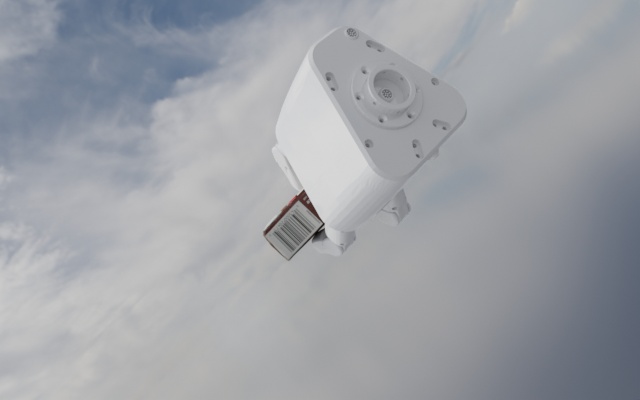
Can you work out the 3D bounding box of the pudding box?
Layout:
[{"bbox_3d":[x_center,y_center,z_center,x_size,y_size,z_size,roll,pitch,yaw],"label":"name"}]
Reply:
[{"bbox_3d":[0.000,0.001,0.464,0.113,0.039,0.090,-45,-2,4],"label":"pudding box"}]
